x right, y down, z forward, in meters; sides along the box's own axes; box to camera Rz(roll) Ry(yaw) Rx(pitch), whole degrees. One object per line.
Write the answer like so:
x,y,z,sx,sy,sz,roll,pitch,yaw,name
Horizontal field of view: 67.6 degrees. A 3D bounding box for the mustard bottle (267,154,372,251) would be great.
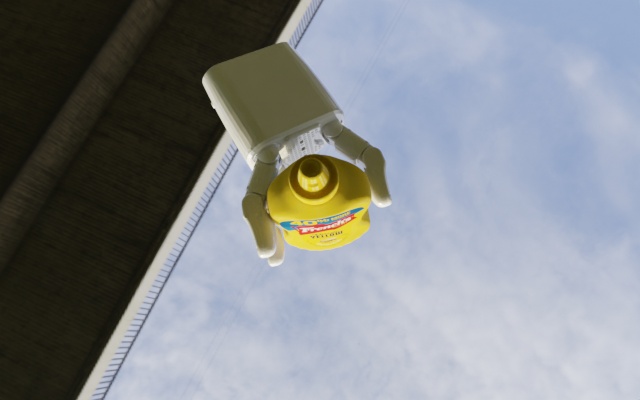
0.000,0.002,0.455,0.096,0.058,0.192,-9,-17,2,mustard bottle
